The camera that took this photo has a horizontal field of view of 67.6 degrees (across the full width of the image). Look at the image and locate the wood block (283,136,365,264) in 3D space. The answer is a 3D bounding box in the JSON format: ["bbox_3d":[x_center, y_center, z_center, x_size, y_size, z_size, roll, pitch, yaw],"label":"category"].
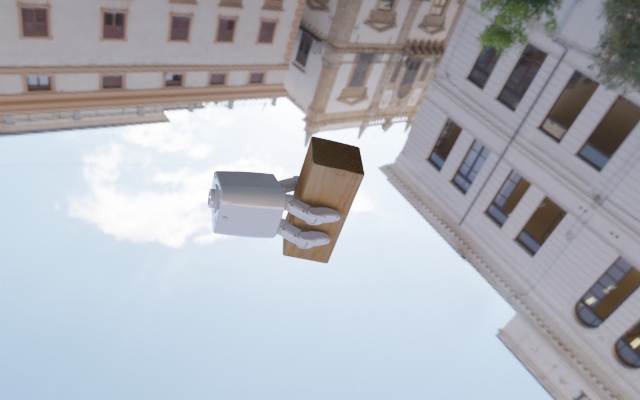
[{"bbox_3d":[0.000,0.003,0.849,0.090,0.206,0.090,12,36,-12],"label":"wood block"}]
